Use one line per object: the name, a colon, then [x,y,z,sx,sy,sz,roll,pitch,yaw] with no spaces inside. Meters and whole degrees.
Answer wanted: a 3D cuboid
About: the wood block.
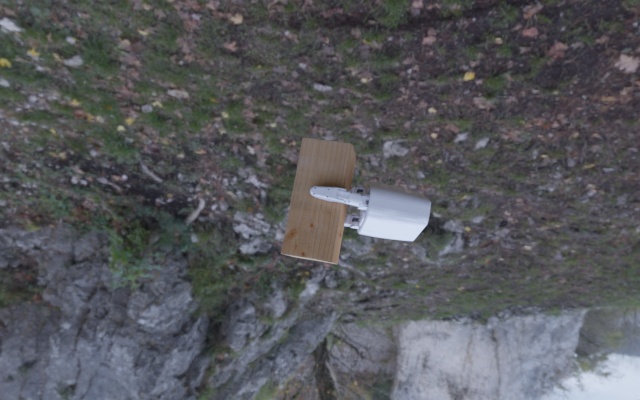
wood block: [0.000,0.003,0.851,0.090,0.206,0.091,9,-8,10]
